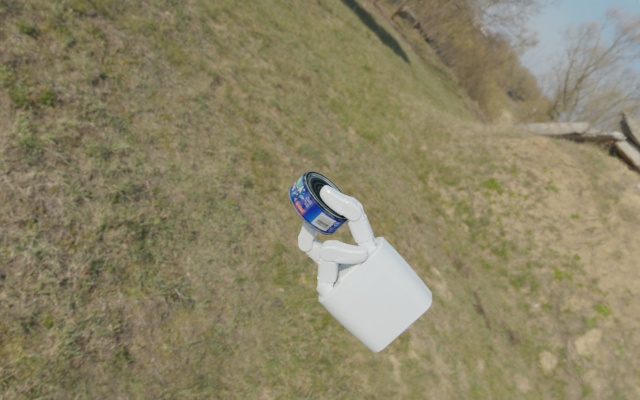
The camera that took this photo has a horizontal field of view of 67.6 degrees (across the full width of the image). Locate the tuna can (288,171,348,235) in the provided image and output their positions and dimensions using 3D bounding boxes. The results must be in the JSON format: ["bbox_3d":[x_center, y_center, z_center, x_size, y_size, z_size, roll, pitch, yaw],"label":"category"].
[{"bbox_3d":[0.000,0.002,0.639,0.034,0.086,0.086,-44,-22,24],"label":"tuna can"}]
